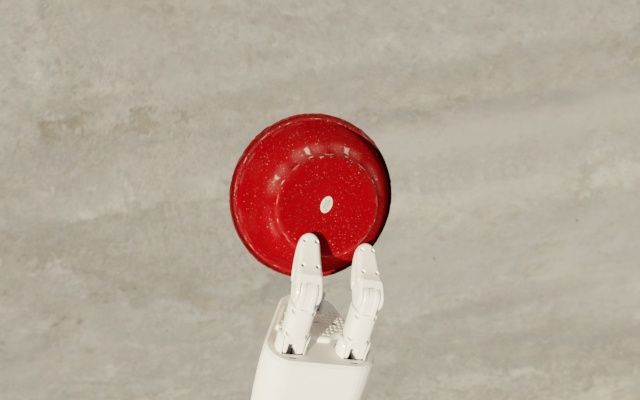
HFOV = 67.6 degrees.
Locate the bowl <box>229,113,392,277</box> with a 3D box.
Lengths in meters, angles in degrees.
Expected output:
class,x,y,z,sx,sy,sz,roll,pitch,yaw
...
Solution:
class,x,y,z,sx,sy,sz,roll,pitch,yaw
bowl,0.000,0.000,0.437,0.162,0.162,0.055,0,9,-15
